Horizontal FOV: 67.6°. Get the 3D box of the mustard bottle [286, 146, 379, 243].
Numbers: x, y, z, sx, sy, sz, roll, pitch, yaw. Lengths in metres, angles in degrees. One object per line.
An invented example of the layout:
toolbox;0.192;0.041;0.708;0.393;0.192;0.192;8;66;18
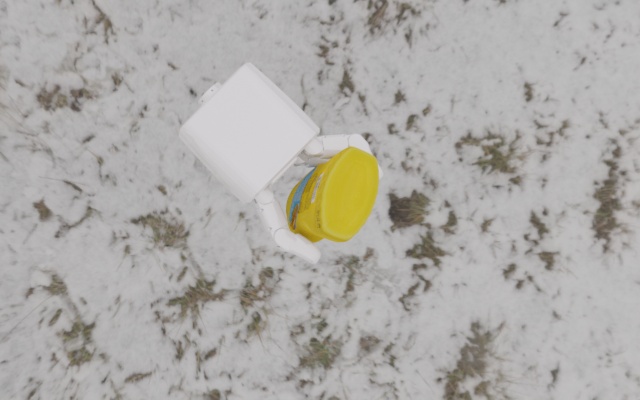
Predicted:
mustard bottle;0.000;0.002;0.558;0.058;0.096;0.191;21;-12;-15
